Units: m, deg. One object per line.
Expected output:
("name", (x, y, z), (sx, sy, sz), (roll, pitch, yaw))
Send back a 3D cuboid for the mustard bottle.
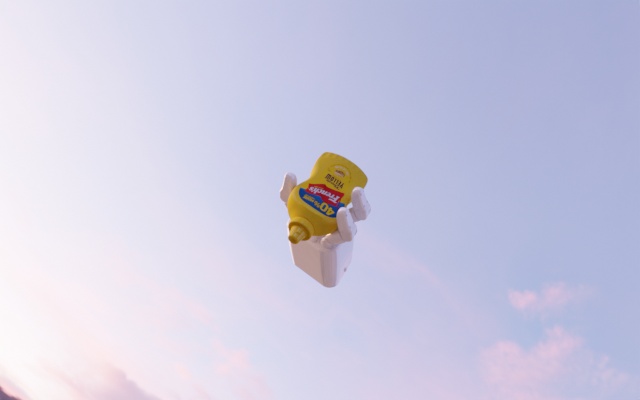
("mustard bottle", (0.000, 0.002, 0.787), (0.096, 0.191, 0.058), (34, -41, 3))
